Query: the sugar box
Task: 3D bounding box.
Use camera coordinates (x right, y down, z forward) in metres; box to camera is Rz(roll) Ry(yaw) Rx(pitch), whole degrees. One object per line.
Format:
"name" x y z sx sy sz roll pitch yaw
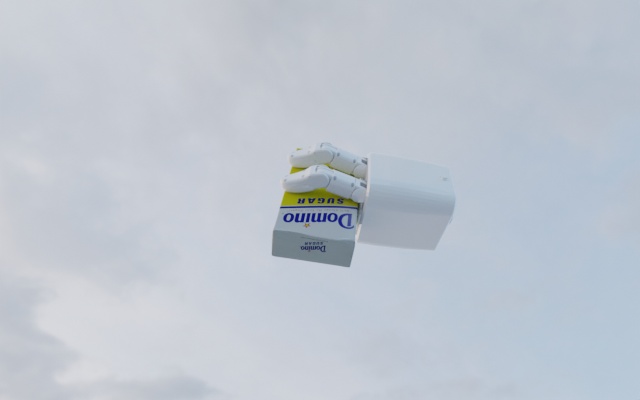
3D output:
"sugar box" 0.000 0.001 0.593 0.093 0.048 0.176 8 35 1
